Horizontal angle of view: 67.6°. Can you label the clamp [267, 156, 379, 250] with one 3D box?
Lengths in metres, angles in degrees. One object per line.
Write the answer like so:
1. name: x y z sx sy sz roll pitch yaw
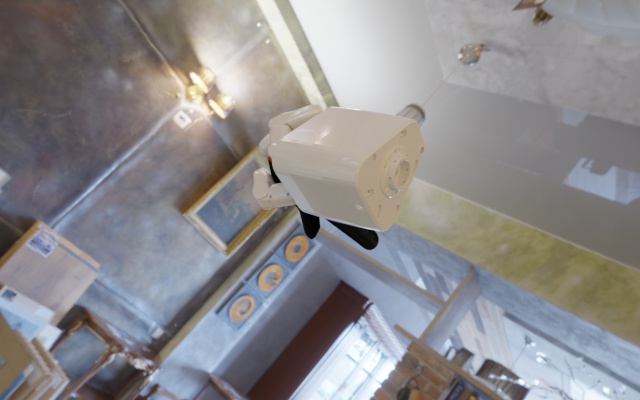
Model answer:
1. clamp: 0.000 0.001 0.578 0.120 0.039 0.172 7 -35 35
